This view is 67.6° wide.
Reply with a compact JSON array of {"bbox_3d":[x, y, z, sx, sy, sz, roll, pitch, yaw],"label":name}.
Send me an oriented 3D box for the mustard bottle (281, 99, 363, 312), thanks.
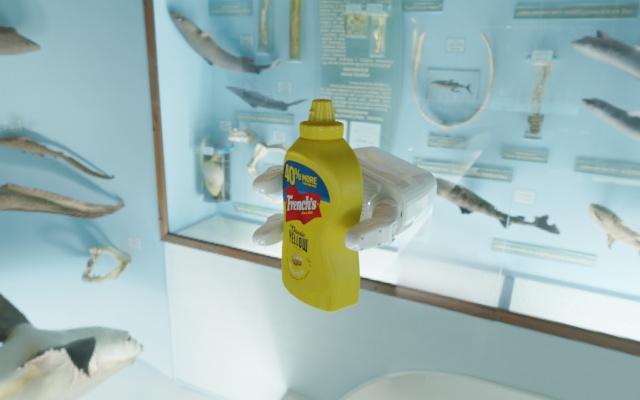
[{"bbox_3d":[0.000,0.002,0.454,0.058,0.192,0.096,-9,20,-32],"label":"mustard bottle"}]
